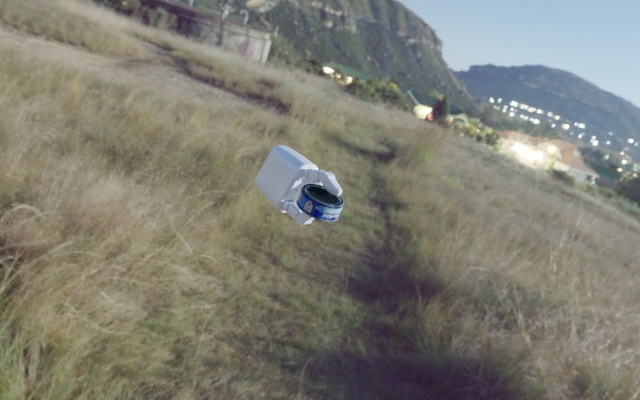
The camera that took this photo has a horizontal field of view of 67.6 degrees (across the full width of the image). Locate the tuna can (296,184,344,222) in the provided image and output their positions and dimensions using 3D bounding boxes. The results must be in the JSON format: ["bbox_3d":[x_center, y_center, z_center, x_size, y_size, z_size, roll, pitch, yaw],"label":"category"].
[{"bbox_3d":[0.000,0.002,0.894,0.086,0.034,0.086,19,23,-9],"label":"tuna can"}]
